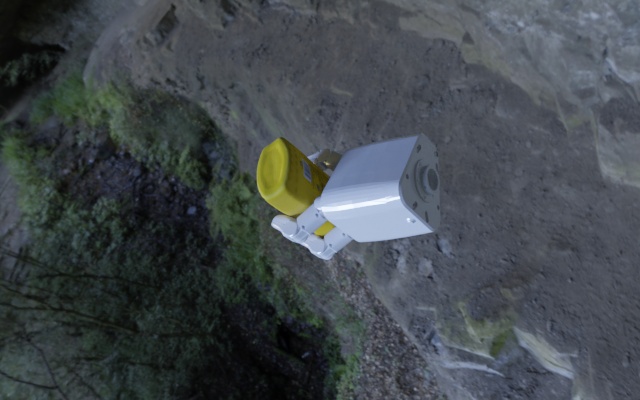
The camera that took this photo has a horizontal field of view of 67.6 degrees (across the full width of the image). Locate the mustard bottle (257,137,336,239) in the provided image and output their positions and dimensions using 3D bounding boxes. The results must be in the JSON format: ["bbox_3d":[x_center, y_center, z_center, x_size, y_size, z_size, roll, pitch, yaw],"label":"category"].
[{"bbox_3d":[0.000,0.002,0.638,0.058,0.096,0.192,-32,-46,23],"label":"mustard bottle"}]
